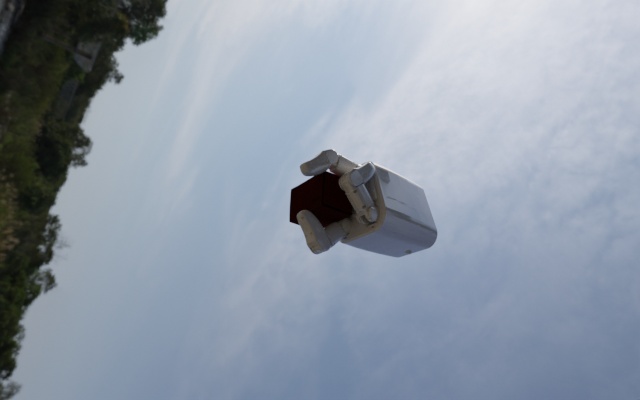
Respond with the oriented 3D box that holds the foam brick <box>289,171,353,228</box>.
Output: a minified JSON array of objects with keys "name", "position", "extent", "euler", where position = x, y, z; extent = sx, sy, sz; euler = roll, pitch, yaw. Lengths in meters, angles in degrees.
[{"name":"foam brick","position":[0.000,0.002,0.649],"extent":[0.051,0.053,0.078],"euler":[20,-29,-32]}]
